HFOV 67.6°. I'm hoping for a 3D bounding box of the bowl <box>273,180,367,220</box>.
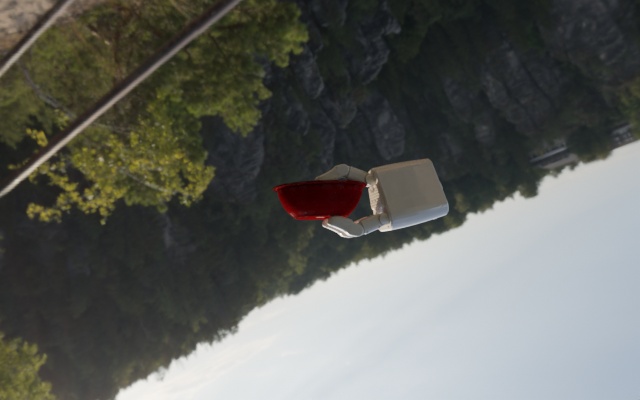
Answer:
[{"bbox_3d":[-0.001,0.003,0.817,0.162,0.055,0.162,-2,-6,0],"label":"bowl"}]
